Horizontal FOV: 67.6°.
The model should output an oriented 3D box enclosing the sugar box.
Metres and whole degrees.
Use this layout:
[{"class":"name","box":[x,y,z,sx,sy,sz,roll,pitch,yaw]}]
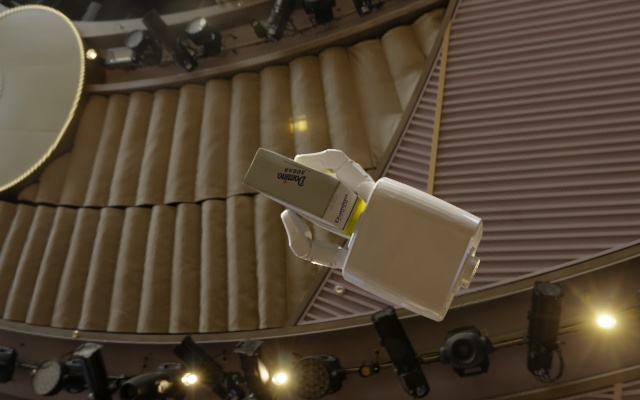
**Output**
[{"class":"sugar box","box":[0.000,0.001,0.515,0.093,0.048,0.176,23,-7,22]}]
